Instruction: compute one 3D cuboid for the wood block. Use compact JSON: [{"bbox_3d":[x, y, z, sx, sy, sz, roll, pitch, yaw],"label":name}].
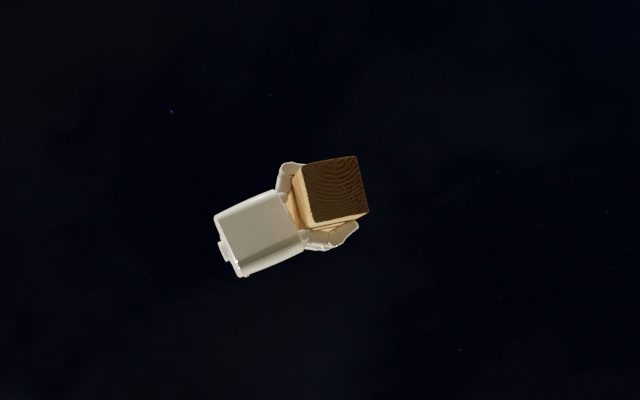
[{"bbox_3d":[0.000,0.002,0.800,0.090,0.091,0.206,-11,-8,-15],"label":"wood block"}]
